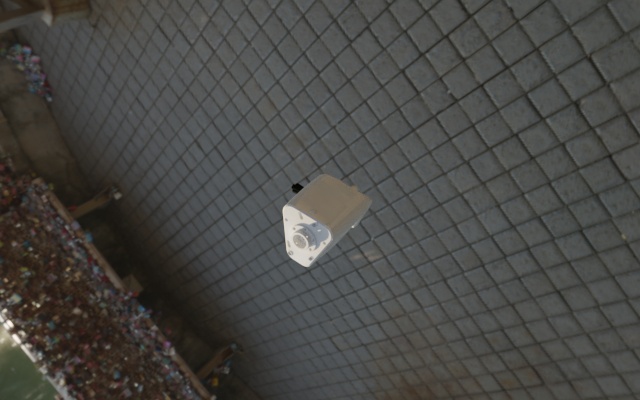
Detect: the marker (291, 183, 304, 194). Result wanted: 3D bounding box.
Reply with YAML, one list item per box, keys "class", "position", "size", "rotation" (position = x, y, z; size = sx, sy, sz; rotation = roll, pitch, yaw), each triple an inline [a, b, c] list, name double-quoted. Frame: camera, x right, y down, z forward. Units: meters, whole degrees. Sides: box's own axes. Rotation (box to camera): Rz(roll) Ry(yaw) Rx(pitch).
- class: "marker"
  position: [0.000, 0.003, 0.831]
  size: [0.121, 0.020, 0.020]
  rotation: [30, 10, 18]
